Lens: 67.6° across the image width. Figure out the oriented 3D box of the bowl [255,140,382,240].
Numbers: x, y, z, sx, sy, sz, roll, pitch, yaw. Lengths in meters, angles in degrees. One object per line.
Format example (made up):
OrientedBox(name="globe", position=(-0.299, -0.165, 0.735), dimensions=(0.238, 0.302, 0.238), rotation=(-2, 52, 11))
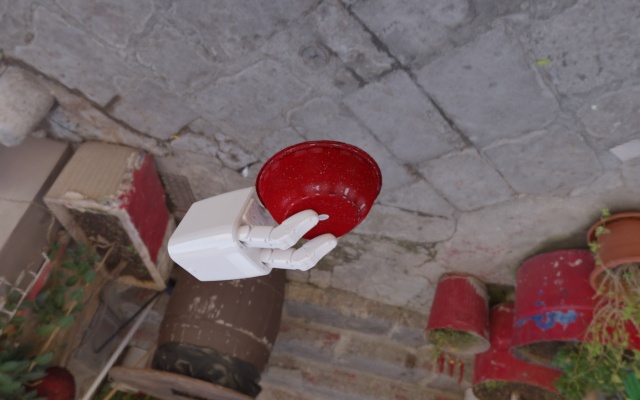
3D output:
OrientedBox(name="bowl", position=(0.001, 0.002, 0.590), dimensions=(0.162, 0.055, 0.162), rotation=(-3, -40, -2))
